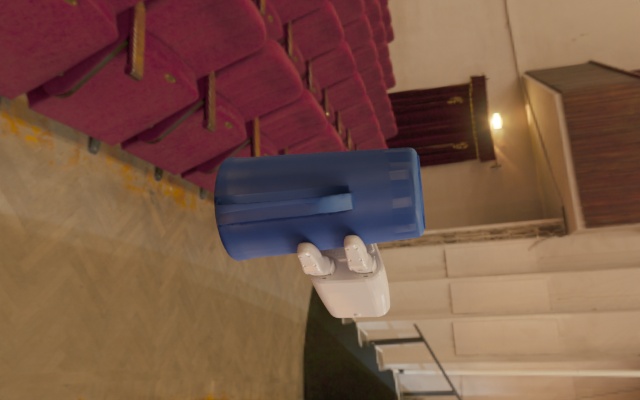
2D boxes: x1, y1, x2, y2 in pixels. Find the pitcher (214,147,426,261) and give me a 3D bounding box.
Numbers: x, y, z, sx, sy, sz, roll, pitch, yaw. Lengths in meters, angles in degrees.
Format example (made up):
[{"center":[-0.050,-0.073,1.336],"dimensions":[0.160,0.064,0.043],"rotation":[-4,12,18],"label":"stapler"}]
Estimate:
[{"center":[0.000,0.002,0.580],"dimensions":[0.243,0.149,0.145],"rotation":[-6,-44,13],"label":"pitcher"}]
